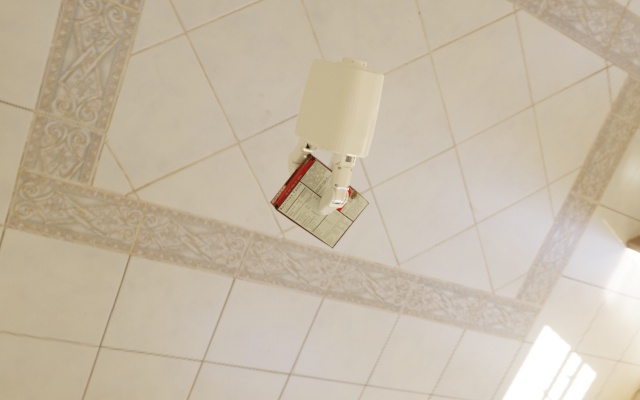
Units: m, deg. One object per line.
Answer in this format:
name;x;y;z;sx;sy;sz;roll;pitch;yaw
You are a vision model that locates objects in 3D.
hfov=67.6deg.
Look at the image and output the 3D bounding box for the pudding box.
pudding box;0.000;0.002;0.673;0.113;0.090;0.039;37;4;-25
